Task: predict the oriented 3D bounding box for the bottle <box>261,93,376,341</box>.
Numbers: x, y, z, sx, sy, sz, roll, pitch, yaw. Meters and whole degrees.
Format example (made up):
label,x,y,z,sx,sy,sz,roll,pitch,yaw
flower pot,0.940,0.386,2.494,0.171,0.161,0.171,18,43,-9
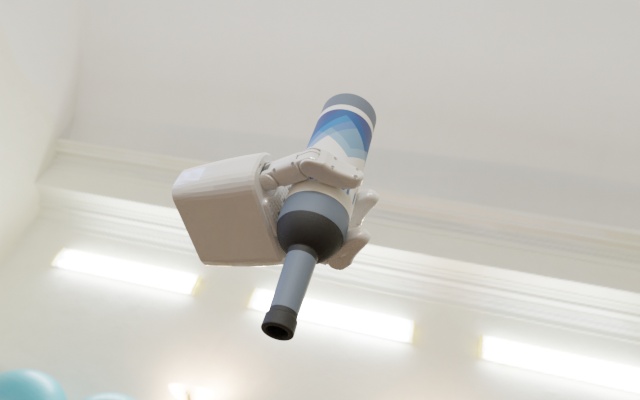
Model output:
label,x,y,z,sx,sy,sz,roll,pitch,yaw
bottle,0.000,0.001,0.476,0.069,0.069,0.295,0,44,19
